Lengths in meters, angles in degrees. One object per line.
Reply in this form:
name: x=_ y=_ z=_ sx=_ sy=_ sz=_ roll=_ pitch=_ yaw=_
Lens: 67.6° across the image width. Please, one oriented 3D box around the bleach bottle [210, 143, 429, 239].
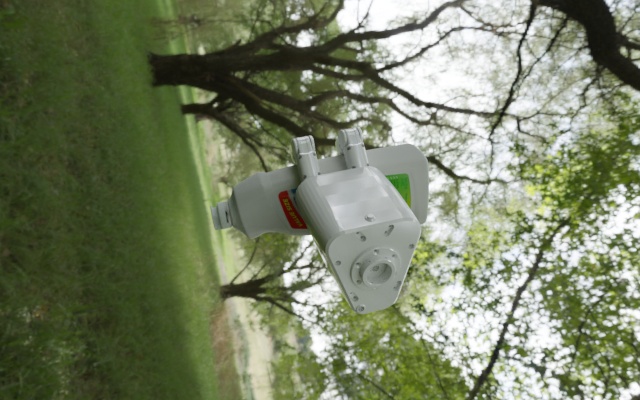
bleach bottle: x=0.000 y=0.002 z=0.564 sx=0.251 sy=0.103 sz=0.068 roll=-12 pitch=31 yaw=-11
